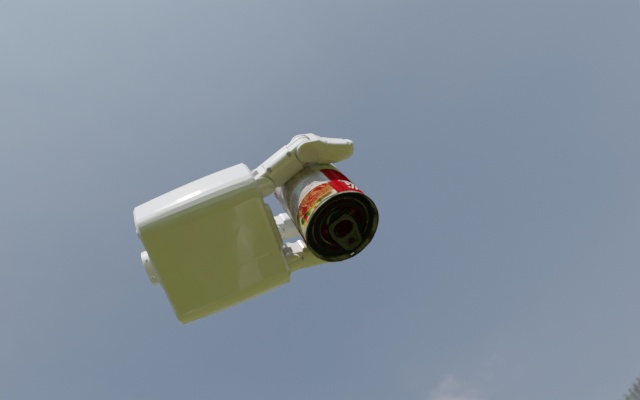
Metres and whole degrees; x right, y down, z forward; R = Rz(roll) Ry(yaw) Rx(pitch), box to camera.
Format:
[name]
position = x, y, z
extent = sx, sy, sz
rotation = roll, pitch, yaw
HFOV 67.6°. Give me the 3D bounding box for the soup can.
[soup can]
position = 0.000, 0.001, 0.443
extent = 0.068, 0.068, 0.102
rotation = 0, 26, -25
